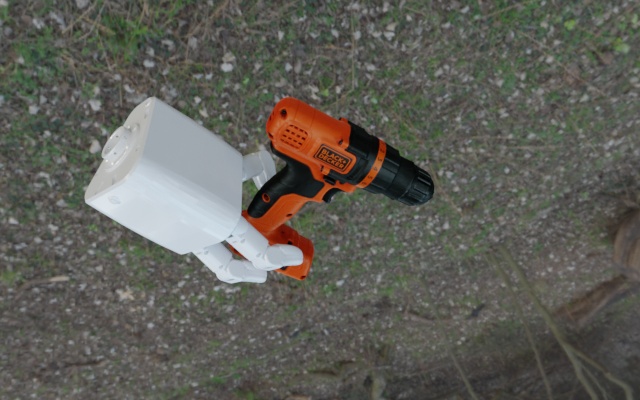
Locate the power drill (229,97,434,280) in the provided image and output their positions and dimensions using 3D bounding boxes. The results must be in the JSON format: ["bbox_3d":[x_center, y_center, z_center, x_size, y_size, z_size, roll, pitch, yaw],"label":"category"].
[{"bbox_3d":[0.000,0.002,0.504,0.184,0.188,0.057,26,33,-17],"label":"power drill"}]
